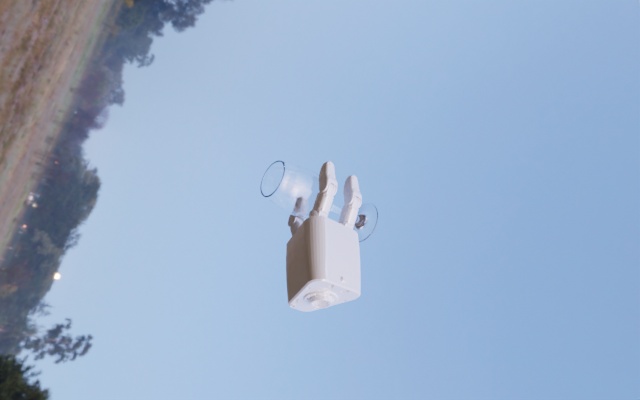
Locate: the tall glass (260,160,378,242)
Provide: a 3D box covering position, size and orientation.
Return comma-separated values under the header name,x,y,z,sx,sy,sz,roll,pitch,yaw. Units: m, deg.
name,x,y,z,sx,sy,sz,roll,pitch,yaw
tall glass,0.001,0.003,0.788,0.201,0.079,0.079,26,-15,-33
